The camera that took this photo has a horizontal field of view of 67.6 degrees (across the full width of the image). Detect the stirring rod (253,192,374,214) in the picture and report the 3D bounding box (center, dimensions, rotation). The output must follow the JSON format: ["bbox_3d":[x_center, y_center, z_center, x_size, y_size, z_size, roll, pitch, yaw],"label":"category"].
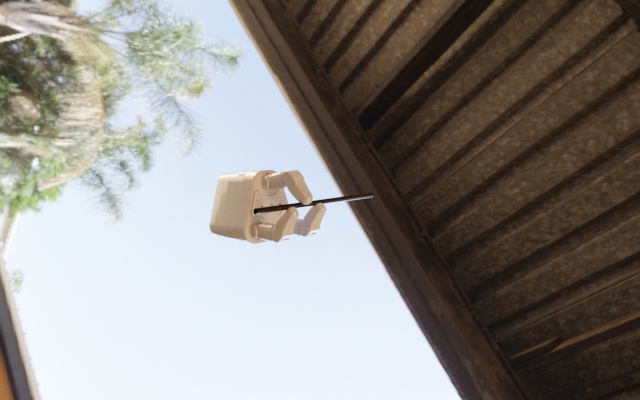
[{"bbox_3d":[0.000,0.002,0.703,0.011,0.011,0.239,0,6,45],"label":"stirring rod"}]
